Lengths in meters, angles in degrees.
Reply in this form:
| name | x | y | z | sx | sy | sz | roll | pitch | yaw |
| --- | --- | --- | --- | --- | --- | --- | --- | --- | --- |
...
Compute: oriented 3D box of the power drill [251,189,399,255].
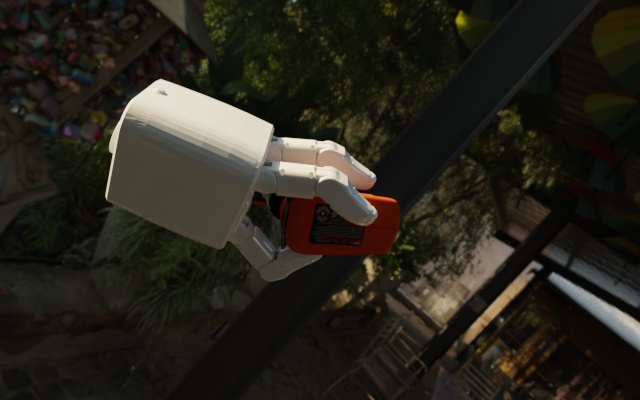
| name | x | y | z | sx | sy | sz | roll | pitch | yaw |
| --- | --- | --- | --- | --- | --- | --- | --- | --- | --- |
| power drill | 0.000 | 0.002 | 0.491 | 0.184 | 0.057 | 0.187 | 3 | 11 | -25 |
